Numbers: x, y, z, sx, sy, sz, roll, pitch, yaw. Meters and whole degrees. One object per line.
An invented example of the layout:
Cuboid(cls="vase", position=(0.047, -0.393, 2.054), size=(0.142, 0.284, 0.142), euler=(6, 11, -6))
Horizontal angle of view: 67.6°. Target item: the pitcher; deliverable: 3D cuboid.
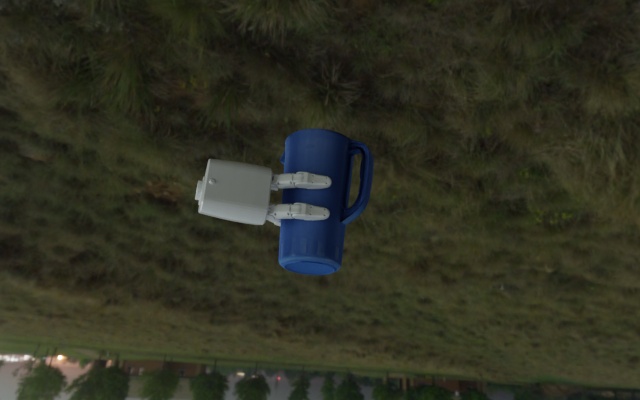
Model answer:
Cuboid(cls="pitcher", position=(0.000, 0.003, 0.850), size=(0.145, 0.242, 0.149), euler=(11, -23, -17))
